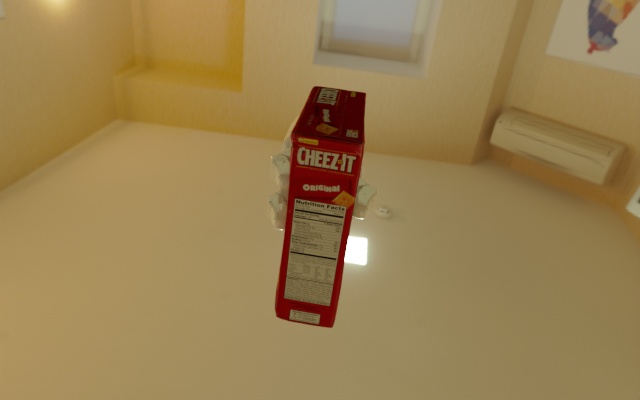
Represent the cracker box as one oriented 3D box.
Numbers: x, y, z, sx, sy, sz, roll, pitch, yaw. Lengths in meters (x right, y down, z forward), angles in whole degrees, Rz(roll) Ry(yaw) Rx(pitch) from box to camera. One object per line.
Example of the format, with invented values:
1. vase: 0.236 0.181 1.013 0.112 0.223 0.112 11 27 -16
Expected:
1. cracker box: 0.000 0.002 0.525 0.072 0.214 0.164 8 28 1
